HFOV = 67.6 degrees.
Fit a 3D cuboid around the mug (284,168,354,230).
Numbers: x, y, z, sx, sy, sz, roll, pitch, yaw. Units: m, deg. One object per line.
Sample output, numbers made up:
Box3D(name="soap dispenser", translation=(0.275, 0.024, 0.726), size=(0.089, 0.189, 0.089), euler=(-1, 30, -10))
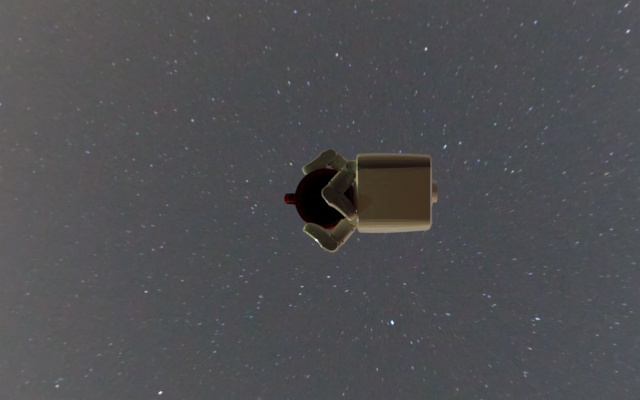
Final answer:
Box3D(name="mug", translation=(-0.001, 0.003, 0.764), size=(0.117, 0.093, 0.081), euler=(1, -9, 9))
